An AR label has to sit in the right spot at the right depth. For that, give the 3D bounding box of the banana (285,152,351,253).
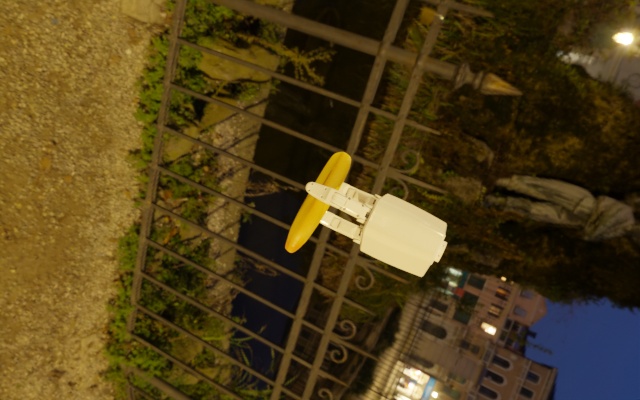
[{"bbox_3d":[0.004,-0.009,0.732,0.037,0.197,0.070,27,-28,6],"label":"banana"}]
